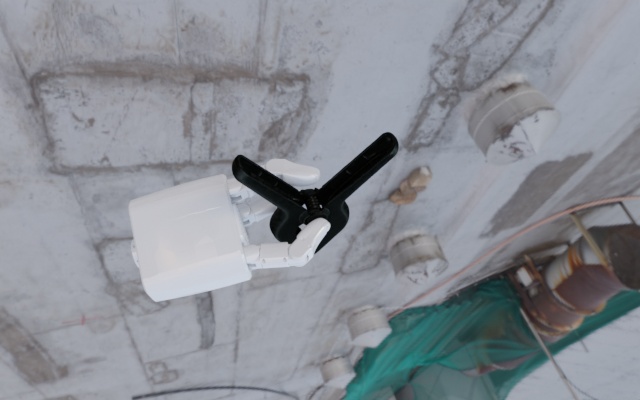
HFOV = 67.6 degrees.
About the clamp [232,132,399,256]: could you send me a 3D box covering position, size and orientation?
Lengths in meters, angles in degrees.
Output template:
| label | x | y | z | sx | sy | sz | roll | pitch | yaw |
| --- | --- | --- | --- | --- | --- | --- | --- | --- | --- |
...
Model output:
| label | x | y | z | sx | sy | sz | roll | pitch | yaw |
| --- | --- | --- | --- | --- | --- | --- | --- | --- | --- |
| clamp | 0.000 | 0.003 | 0.532 | 0.164 | 0.036 | 0.210 | -13 | -31 | -6 |
